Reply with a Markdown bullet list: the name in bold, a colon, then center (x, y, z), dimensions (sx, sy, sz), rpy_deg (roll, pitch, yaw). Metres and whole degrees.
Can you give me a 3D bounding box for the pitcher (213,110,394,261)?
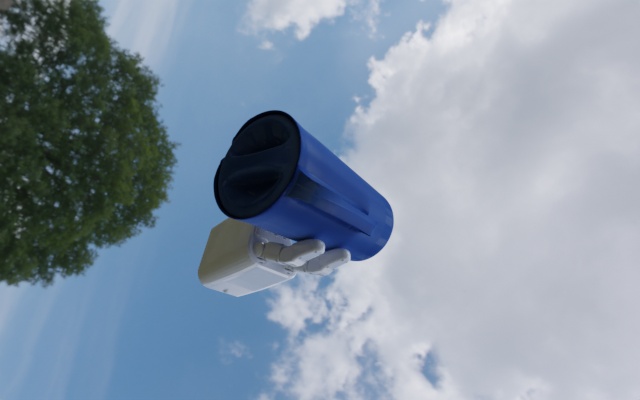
- **pitcher**: center (0.000, 0.002, 0.609), dimensions (0.145, 0.149, 0.243), rpy_deg (-27, -36, 27)
